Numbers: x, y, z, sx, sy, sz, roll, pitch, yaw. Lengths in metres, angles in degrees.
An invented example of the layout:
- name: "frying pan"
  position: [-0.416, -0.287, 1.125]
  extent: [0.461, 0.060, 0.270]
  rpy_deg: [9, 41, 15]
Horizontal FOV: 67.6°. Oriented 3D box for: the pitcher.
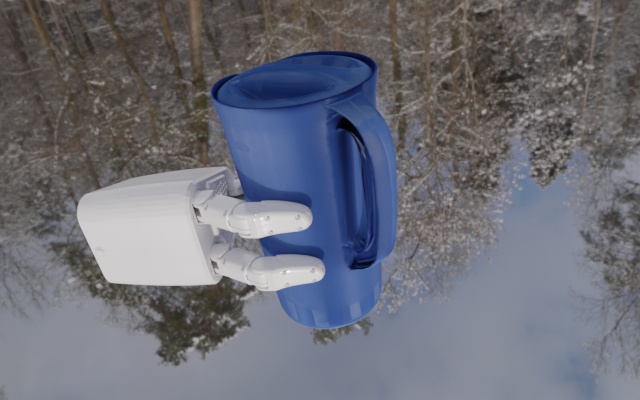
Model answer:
- name: "pitcher"
  position: [0.000, 0.001, 0.429]
  extent: [0.145, 0.243, 0.149]
  rpy_deg: [-3, 32, 12]
